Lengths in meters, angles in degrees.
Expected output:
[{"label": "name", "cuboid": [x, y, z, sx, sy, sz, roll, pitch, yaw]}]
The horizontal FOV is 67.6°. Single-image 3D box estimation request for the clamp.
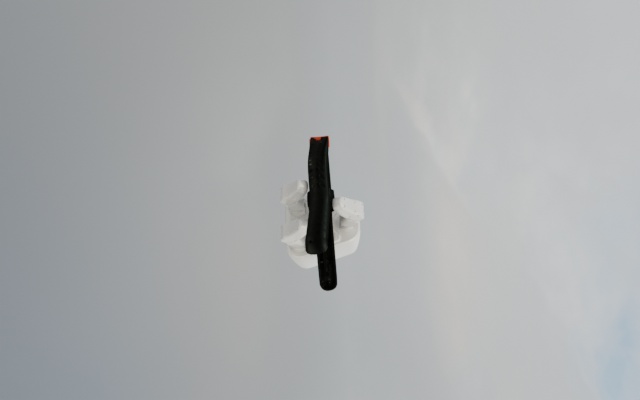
[{"label": "clamp", "cuboid": [0.001, 0.002, 0.625, 0.036, 0.210, 0.165, -4, -19, 4]}]
